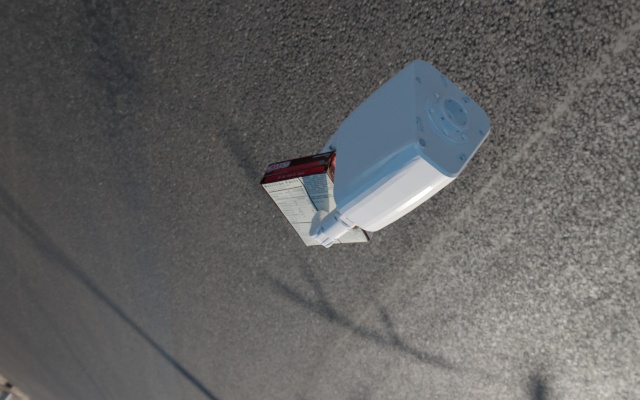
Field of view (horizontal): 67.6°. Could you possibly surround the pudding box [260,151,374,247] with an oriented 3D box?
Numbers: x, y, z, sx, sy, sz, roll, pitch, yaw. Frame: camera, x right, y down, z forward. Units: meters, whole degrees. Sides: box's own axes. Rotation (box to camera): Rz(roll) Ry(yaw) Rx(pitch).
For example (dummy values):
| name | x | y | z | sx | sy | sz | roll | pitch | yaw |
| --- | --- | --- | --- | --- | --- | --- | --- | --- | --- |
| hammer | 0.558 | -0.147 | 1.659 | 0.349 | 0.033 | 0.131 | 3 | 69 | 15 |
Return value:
| name | x | y | z | sx | sy | sz | roll | pitch | yaw |
| --- | --- | --- | --- | --- | --- | --- | --- | --- | --- |
| pudding box | 0.000 | 0.002 | 0.531 | 0.090 | 0.113 | 0.039 | -7 | 41 | 33 |
